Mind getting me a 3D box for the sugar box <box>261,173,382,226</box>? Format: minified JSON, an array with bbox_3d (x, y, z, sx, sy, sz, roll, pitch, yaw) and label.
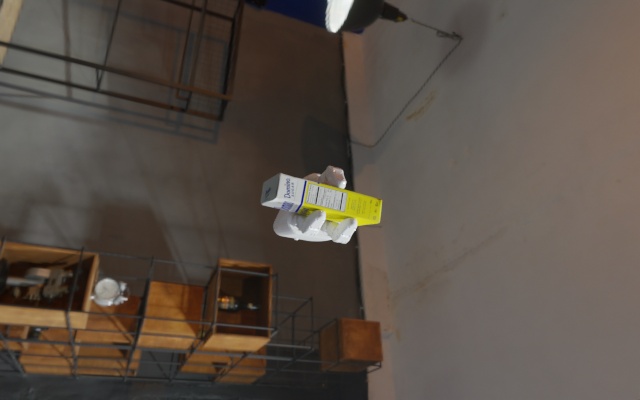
[{"bbox_3d":[0.000,0.003,0.765,0.176,0.048,0.093,11,-11,-20],"label":"sugar box"}]
